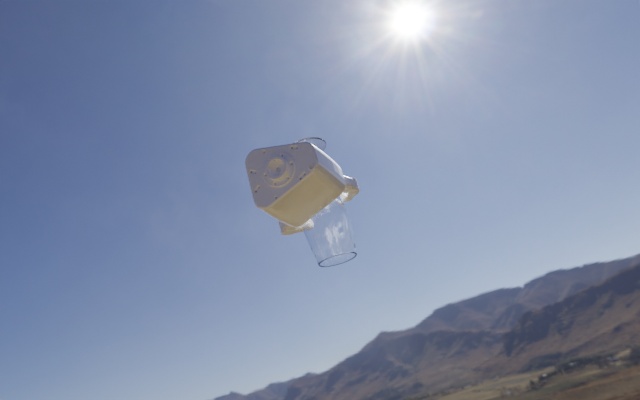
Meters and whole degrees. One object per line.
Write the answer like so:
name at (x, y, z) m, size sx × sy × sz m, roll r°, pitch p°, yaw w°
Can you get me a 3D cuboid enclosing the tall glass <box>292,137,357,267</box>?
tall glass at (0.000, 0.002, 0.769) m, size 0.079 × 0.201 × 0.079 m, roll -15°, pitch -21°, yaw -6°
